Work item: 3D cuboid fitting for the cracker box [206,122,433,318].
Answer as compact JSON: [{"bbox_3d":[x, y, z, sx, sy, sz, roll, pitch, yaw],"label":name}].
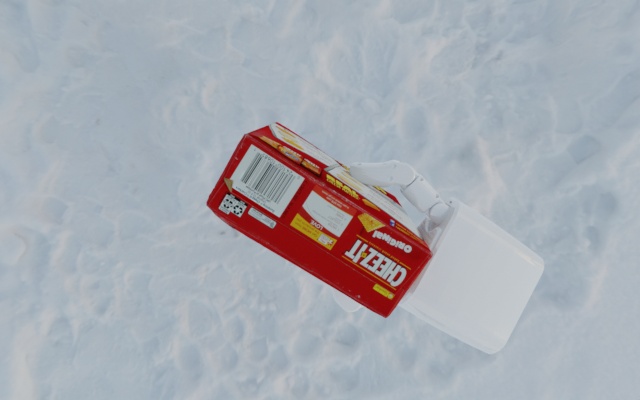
[{"bbox_3d":[0.000,0.001,0.447,0.164,0.072,0.213,32,10,-6],"label":"cracker box"}]
